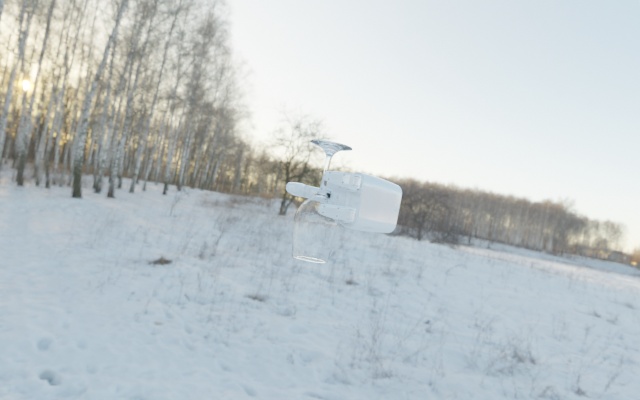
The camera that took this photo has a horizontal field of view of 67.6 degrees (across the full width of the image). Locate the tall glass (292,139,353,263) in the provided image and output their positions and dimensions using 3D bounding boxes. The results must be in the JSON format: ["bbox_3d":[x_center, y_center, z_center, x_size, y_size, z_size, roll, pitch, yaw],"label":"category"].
[{"bbox_3d":[0.000,0.002,0.814,0.079,0.201,0.079,11,-2,0],"label":"tall glass"}]
